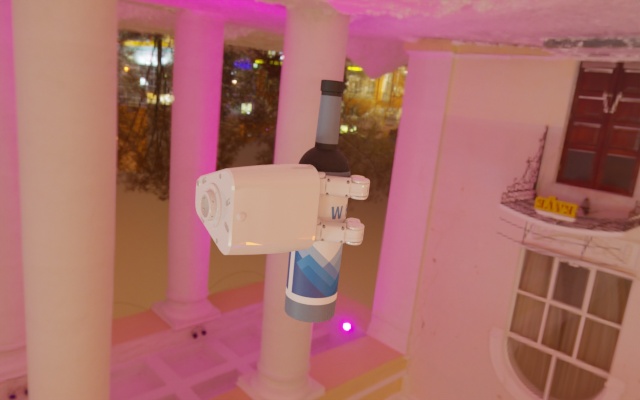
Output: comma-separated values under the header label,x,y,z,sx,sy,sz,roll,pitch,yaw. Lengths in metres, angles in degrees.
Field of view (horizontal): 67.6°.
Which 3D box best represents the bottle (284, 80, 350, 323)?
label,x,y,z,sx,sy,sz,roll,pitch,yaw
bottle,0.000,0.002,0.594,0.069,0.296,0.069,6,12,-1
